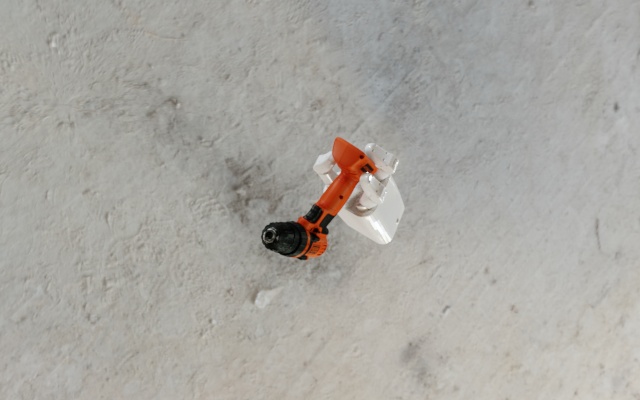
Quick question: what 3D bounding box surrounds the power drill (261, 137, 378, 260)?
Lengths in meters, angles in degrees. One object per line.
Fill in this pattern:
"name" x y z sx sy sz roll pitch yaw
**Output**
"power drill" 0.000 0.002 0.702 0.057 0.187 0.184 37 4 19
